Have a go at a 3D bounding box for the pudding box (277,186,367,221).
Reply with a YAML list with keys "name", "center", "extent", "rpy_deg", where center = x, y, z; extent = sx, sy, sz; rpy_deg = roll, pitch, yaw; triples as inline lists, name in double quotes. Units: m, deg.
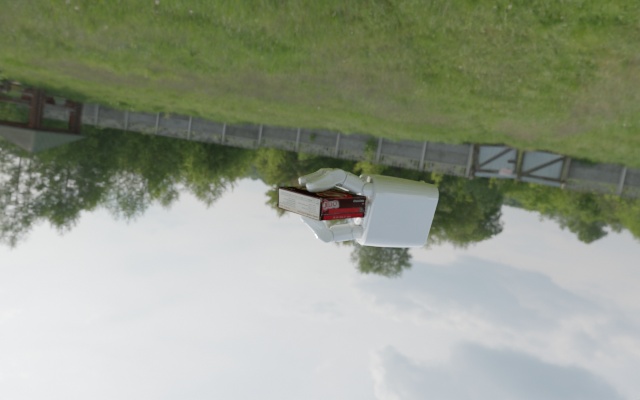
- name: "pudding box"
  center: [0.000, 0.003, 0.733]
  extent: [0.090, 0.039, 0.113]
  rpy_deg: [-1, 8, -40]
